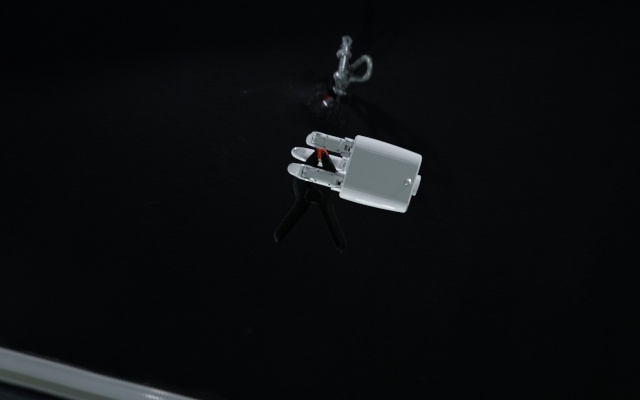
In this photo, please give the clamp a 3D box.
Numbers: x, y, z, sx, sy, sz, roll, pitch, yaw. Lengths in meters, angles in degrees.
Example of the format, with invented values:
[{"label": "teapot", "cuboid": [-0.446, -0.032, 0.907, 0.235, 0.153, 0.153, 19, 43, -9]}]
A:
[{"label": "clamp", "cuboid": [0.000, 0.002, 0.784, 0.120, 0.171, 0.039, 16, 4, 5]}]
